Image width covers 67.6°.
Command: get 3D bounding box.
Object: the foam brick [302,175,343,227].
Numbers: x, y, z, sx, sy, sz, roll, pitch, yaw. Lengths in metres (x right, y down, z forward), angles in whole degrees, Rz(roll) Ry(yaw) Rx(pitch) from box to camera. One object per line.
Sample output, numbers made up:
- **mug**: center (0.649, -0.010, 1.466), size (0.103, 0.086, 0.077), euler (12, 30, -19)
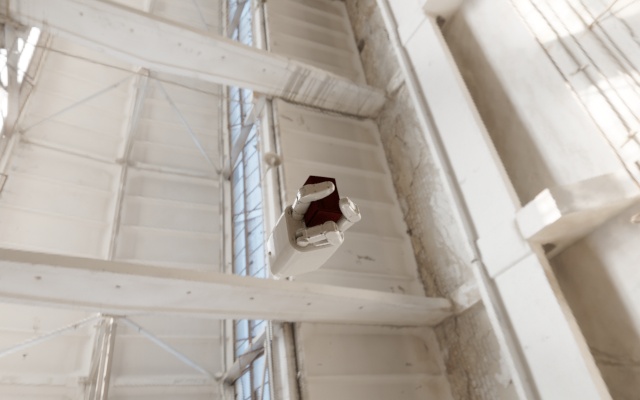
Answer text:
- **foam brick**: center (0.000, 0.002, 0.837), size (0.053, 0.078, 0.051), euler (8, -40, -25)
